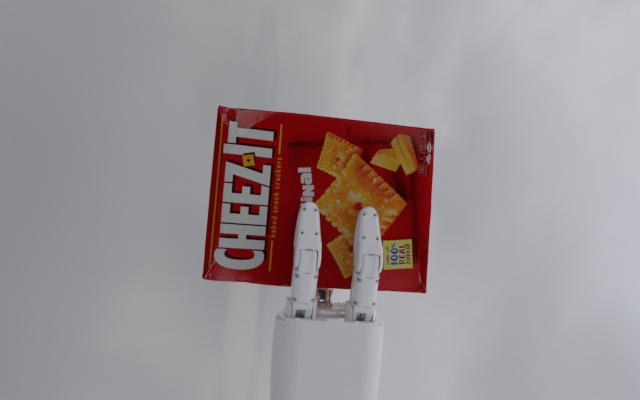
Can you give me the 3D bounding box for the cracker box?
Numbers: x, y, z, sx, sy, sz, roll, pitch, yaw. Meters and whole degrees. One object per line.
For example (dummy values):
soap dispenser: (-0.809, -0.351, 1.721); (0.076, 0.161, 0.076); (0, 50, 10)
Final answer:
cracker box: (0.000, 0.002, 0.473); (0.214, 0.164, 0.072); (5, -2, -8)
